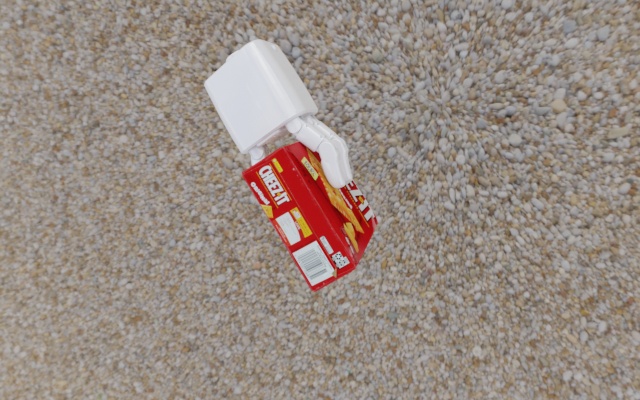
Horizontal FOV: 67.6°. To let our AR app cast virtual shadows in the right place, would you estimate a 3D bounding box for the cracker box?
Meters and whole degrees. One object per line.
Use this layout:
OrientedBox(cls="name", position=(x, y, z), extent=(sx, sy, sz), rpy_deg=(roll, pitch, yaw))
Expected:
OrientedBox(cls="cracker box", position=(0.000, 0.002, 0.638), extent=(0.072, 0.164, 0.213), rpy_deg=(-30, 3, 18))
